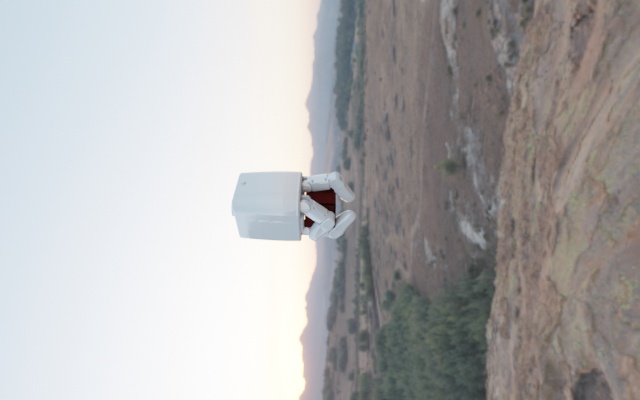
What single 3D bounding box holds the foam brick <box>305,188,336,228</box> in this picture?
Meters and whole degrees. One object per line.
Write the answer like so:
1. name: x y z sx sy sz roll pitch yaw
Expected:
1. foam brick: 0.000 0.003 0.811 0.051 0.053 0.078 1 36 1
